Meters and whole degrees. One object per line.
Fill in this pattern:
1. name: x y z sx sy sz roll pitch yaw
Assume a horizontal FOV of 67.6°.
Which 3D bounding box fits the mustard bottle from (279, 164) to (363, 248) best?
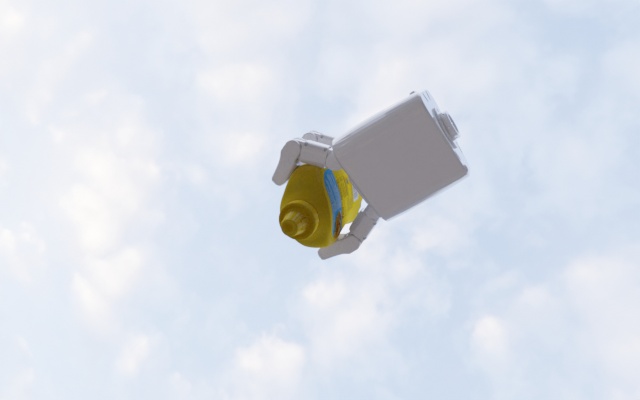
1. mustard bottle: 0.000 0.002 0.554 0.058 0.096 0.191 -3 15 20
